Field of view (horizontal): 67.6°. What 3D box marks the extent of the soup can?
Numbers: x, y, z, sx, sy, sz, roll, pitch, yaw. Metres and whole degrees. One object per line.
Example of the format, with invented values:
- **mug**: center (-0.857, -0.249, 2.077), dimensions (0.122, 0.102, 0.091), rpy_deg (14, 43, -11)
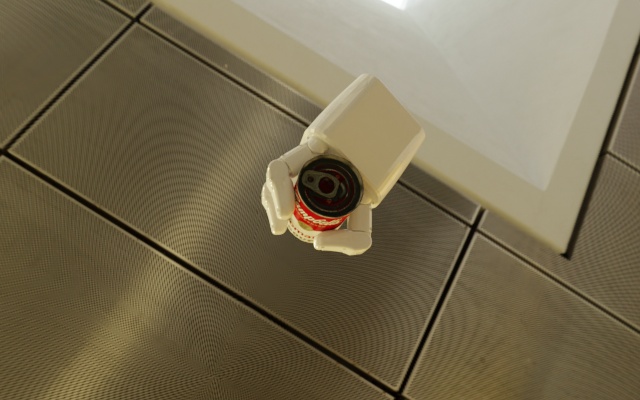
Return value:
- **soup can**: center (0.000, 0.002, 0.516), dimensions (0.068, 0.068, 0.102), rpy_deg (0, -20, -12)
